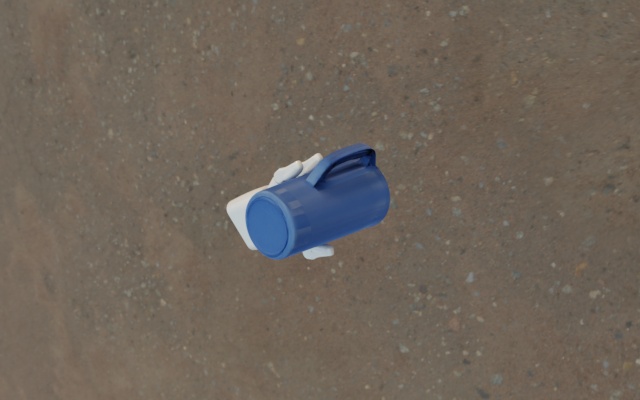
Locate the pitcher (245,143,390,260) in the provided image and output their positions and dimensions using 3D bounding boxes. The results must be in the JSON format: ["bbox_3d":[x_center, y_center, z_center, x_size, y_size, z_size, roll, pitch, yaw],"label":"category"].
[{"bbox_3d":[0.000,0.003,0.790,0.145,0.149,0.243,-15,3,43],"label":"pitcher"}]
